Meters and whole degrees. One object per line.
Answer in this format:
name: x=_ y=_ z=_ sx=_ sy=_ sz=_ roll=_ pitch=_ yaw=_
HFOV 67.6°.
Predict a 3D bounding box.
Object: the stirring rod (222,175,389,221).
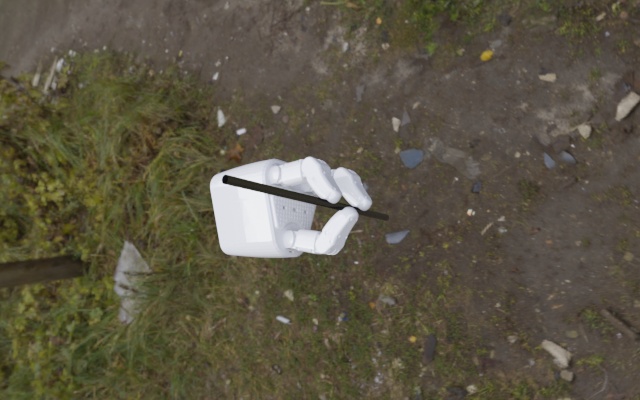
stirring rod: x=0.000 y=0.002 z=0.479 sx=0.011 sy=0.011 sz=0.239 roll=0 pitch=-9 yaw=41
